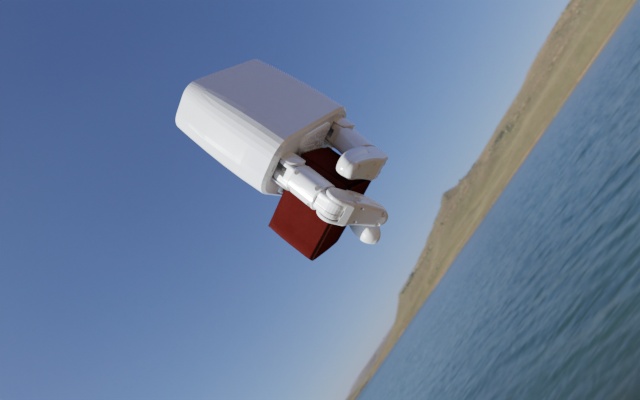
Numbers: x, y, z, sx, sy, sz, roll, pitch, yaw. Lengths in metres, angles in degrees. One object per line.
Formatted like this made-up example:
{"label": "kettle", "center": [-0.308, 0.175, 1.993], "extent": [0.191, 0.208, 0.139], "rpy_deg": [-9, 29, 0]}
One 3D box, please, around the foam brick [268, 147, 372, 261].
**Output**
{"label": "foam brick", "center": [0.000, 0.002, 0.417], "extent": [0.051, 0.078, 0.053], "rpy_deg": [34, 25, 16]}
